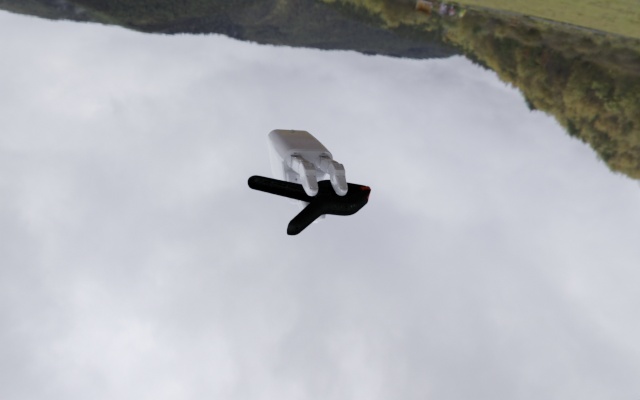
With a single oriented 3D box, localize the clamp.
[{"bbox_3d":[0.000,0.003,0.791,0.210,0.036,0.164,-1,32,-25],"label":"clamp"}]
